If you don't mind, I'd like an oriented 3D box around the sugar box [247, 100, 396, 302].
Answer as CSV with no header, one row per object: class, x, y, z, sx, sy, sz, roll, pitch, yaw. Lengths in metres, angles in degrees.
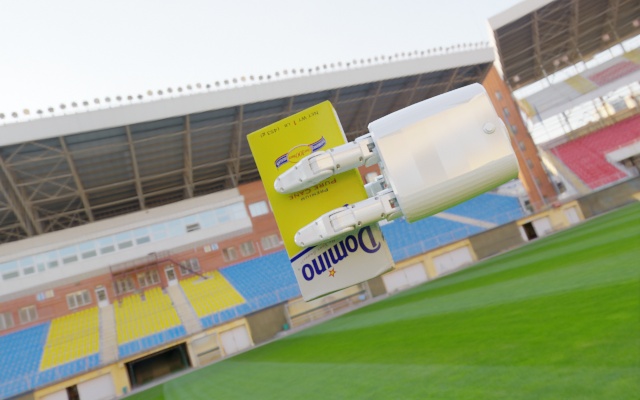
sugar box,0.000,0.001,0.474,0.093,0.176,0.048,-22,-11,9
